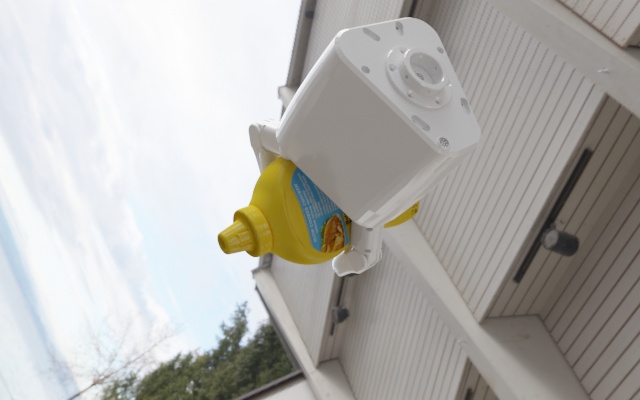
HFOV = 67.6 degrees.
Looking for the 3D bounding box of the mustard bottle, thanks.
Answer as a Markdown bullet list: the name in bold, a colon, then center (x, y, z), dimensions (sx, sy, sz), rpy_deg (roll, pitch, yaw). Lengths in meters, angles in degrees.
- **mustard bottle**: center (0.000, 0.001, 0.412), dimensions (0.191, 0.096, 0.058), rpy_deg (-23, 11, -33)
